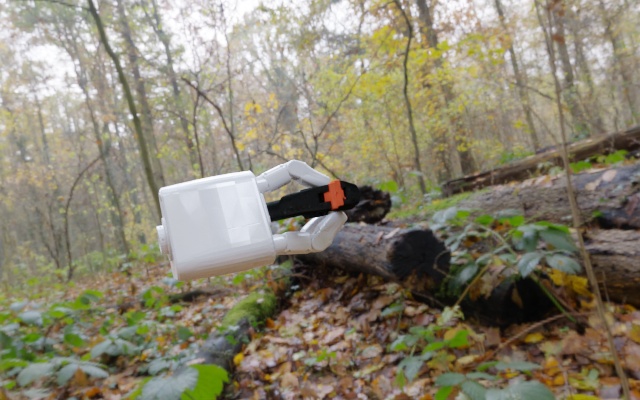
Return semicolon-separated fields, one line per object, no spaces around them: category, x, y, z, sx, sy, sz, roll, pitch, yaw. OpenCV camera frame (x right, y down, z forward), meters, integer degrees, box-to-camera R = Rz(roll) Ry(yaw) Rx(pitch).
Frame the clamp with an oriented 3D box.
clamp;0.000;0.001;0.584;0.164;0.036;0.210;-10;-3;-21
